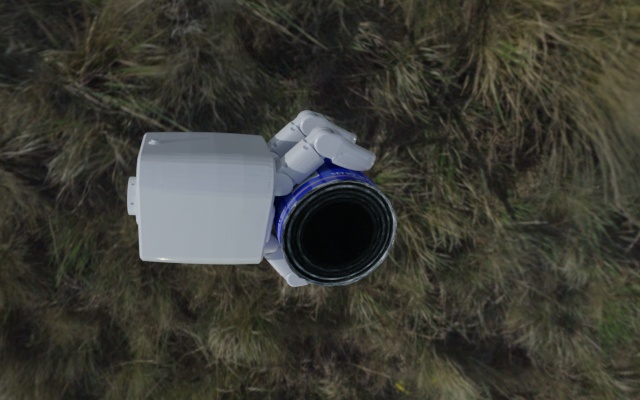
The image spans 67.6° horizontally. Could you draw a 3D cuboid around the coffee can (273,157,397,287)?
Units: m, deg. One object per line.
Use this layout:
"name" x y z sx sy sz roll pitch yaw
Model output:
"coffee can" 0.000 0.002 0.463 0.103 0.103 0.140 0 24 -16
